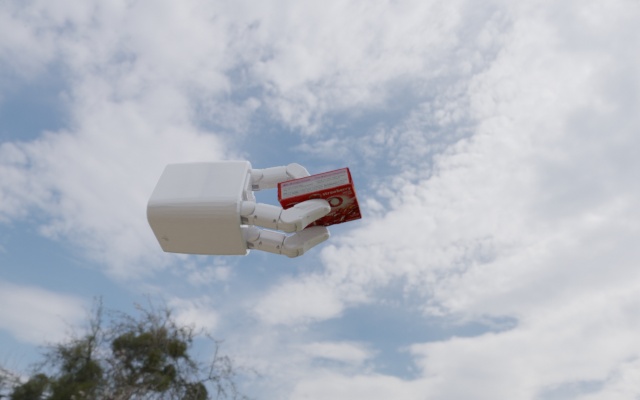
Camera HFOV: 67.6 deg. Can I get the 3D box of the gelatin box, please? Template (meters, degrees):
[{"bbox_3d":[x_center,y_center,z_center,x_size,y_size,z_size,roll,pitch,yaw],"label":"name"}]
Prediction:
[{"bbox_3d":[0.000,0.001,0.576,0.089,0.030,0.073,-13,-38,7],"label":"gelatin box"}]
